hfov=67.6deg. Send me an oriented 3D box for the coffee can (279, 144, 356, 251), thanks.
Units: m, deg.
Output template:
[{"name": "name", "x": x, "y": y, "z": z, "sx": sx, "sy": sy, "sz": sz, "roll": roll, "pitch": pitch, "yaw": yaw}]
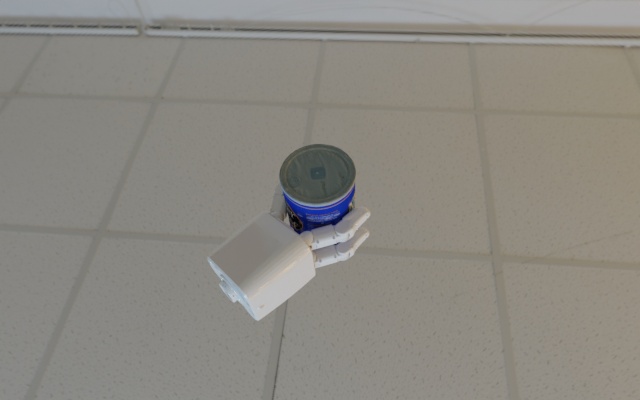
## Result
[{"name": "coffee can", "x": 0.000, "y": 0.002, "z": 0.692, "sx": 0.103, "sy": 0.102, "sz": 0.140, "roll": 0, "pitch": -35, "yaw": 4}]
